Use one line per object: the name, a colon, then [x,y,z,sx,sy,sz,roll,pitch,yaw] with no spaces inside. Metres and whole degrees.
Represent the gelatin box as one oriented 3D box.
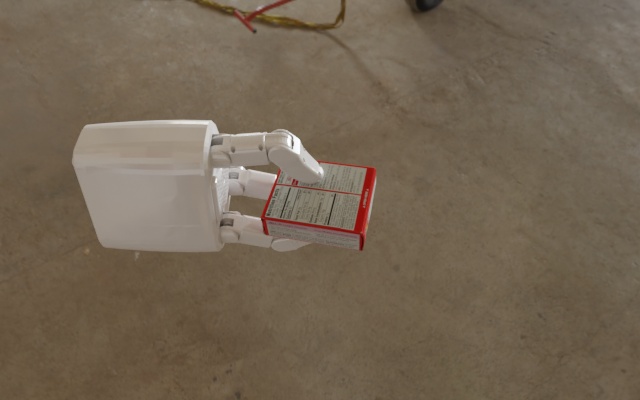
gelatin box: [0.000,0.001,0.420,0.089,0.073,0.030,8,-37,10]
